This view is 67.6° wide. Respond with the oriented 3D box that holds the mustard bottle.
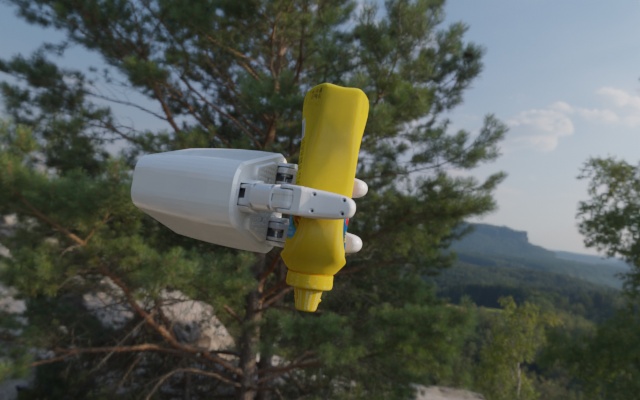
[{"bbox_3d":[0.000,0.001,0.425,0.058,0.191,0.096,9,-4,-6],"label":"mustard bottle"}]
